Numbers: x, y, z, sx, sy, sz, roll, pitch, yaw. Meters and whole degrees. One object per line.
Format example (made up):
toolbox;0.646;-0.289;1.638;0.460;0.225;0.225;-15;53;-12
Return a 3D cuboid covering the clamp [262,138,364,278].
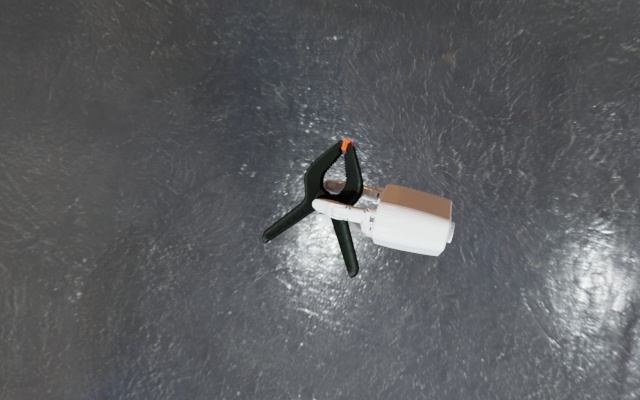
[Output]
clamp;0.000;0.002;0.749;0.164;0.210;0.036;13;7;11
